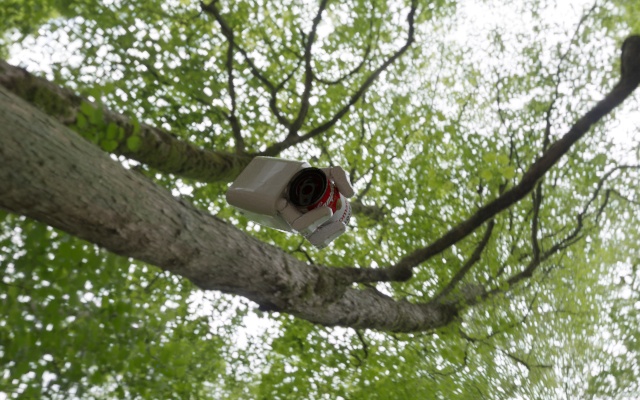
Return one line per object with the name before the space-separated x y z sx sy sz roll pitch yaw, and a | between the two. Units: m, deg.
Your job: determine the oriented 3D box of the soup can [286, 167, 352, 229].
soup can | 0.001 0.003 0.742 0.068 0.068 0.102 0 -27 28
